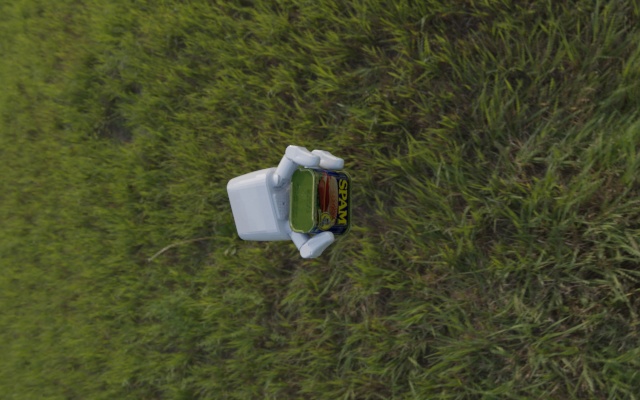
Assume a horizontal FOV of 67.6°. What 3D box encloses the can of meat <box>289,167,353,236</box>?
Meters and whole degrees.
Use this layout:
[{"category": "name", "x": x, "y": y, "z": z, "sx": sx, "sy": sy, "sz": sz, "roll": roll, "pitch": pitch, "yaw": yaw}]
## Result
[{"category": "can of meat", "x": 0.000, "y": 0.002, "z": 0.721, "sx": 0.057, "sy": 0.102, "sz": 0.084, "roll": -2, "pitch": -5, "yaw": 42}]
